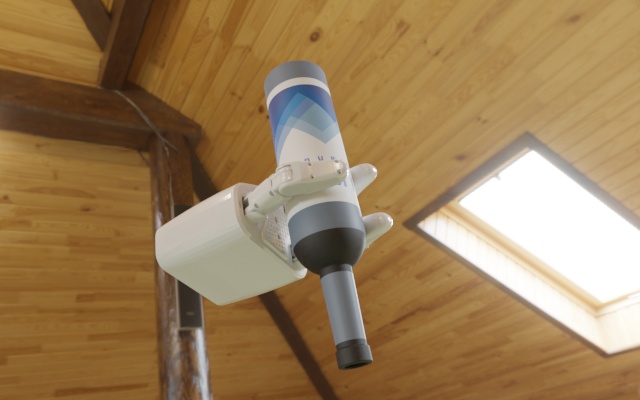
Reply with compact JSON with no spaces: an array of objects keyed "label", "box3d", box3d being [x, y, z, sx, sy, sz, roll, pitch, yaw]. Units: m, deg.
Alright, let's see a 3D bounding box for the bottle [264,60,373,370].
[{"label":"bottle","box3d":[0.000,0.001,0.439,0.069,0.295,0.069,-9,-28,-5]}]
